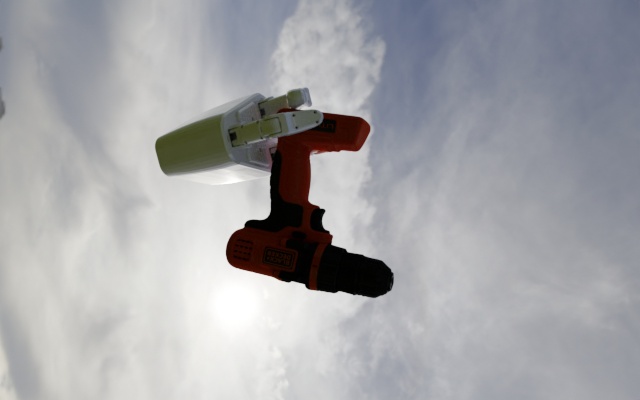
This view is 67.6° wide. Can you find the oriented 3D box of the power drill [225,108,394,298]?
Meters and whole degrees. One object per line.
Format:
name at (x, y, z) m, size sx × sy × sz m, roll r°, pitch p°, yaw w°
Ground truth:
power drill at (0.000, 0.001, 0.514) m, size 0.184 × 0.187 × 0.057 m, roll 10°, pitch -7°, yaw 13°
